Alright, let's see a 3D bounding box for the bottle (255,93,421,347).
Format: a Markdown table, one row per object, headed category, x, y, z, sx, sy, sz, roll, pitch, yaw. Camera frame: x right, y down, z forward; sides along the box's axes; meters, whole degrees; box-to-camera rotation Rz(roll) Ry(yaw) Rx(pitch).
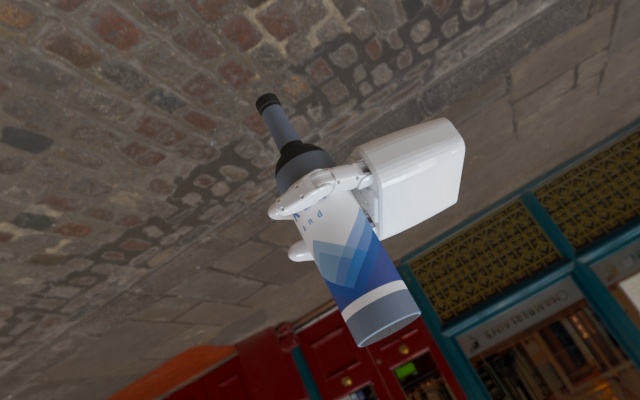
| category | x | y | z | sx | sy | sz | roll | pitch | yaw |
| --- | --- | --- | --- | --- | --- | --- | --- | --- | --- |
| bottle | 0.000 | 0.002 | 0.500 | 0.069 | 0.295 | 0.069 | -23 | -24 | -11 |
